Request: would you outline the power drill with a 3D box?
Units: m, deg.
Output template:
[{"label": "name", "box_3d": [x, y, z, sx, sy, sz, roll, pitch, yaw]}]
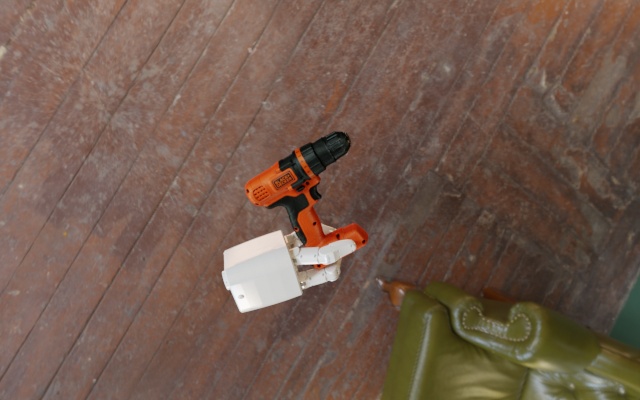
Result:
[{"label": "power drill", "box_3d": [0.000, 0.003, 0.766, 0.184, 0.188, 0.057, -29, 15, 11]}]
